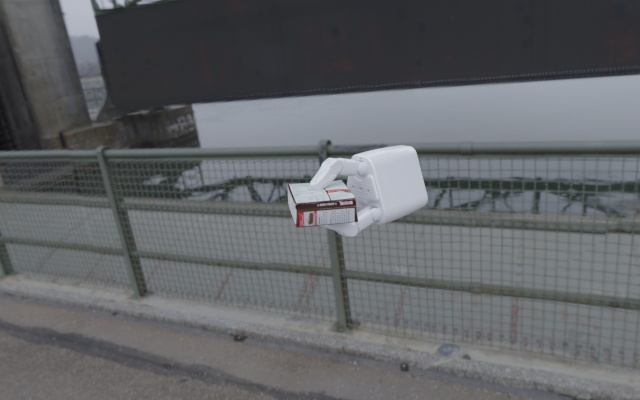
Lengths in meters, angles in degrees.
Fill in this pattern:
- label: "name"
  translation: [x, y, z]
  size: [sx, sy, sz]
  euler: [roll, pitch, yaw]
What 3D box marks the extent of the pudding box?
- label: "pudding box"
  translation: [0.000, 0.002, 0.709]
  size: [0.090, 0.039, 0.113]
  euler: [-6, 16, -8]
